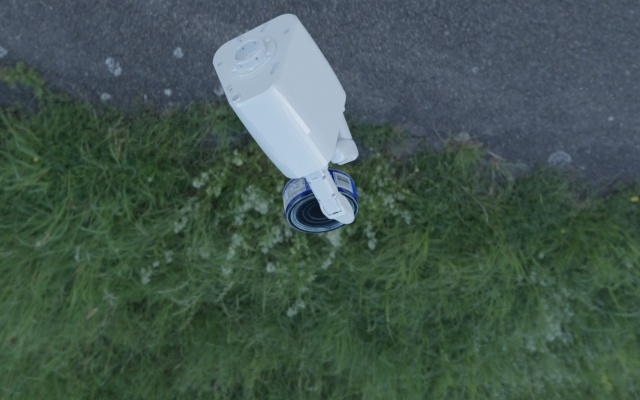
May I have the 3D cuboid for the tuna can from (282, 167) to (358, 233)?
[{"bbox_3d":[0.000,0.002,0.552,0.086,0.033,0.086,-7,-36,-5],"label":"tuna can"}]
